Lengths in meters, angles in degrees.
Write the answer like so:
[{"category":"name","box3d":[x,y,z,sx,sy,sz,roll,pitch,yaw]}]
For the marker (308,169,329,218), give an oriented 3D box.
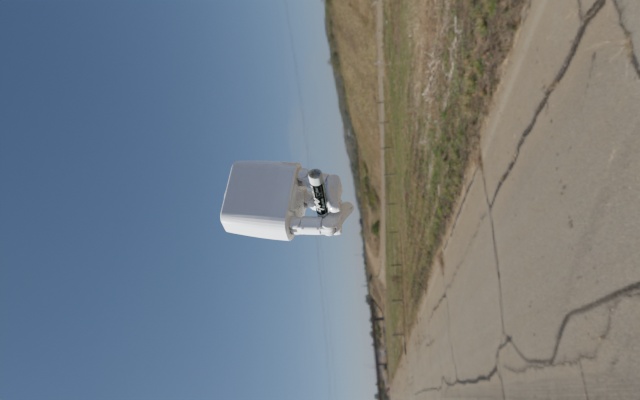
[{"category":"marker","box3d":[0.000,0.002,0.678,0.020,0.020,0.121,0,-39,9]}]
